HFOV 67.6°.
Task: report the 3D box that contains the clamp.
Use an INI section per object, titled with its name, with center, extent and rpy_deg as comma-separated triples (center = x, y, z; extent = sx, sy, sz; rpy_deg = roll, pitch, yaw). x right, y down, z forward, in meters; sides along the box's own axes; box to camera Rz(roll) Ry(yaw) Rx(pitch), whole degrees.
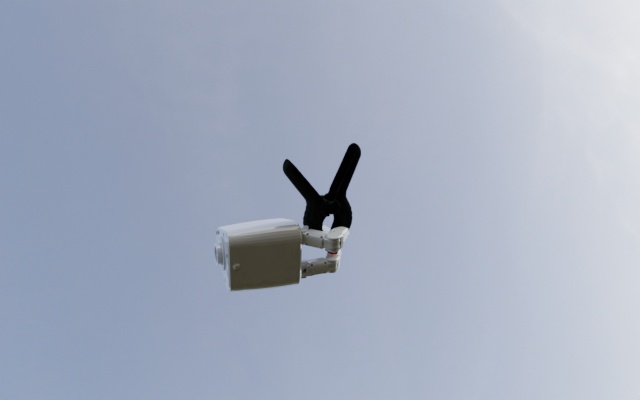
[clamp]
center = 0.000, 0.002, 0.702
extent = 0.120, 0.171, 0.039
rpy_deg = -5, 20, -20
